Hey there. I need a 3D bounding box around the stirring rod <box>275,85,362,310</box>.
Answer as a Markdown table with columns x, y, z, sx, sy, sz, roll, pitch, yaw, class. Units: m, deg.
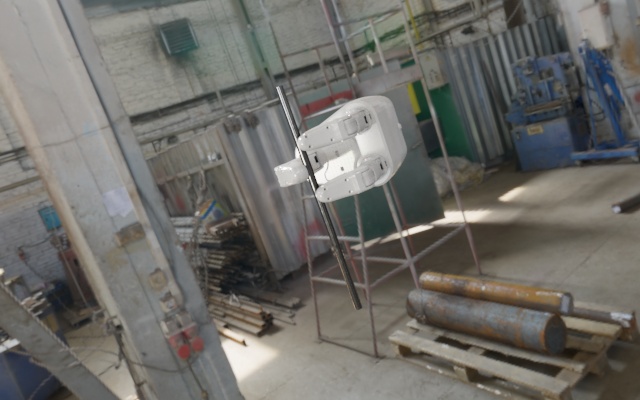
| x | y | z | sx | sy | sz | roll | pitch | yaw | class |
| --- | --- | --- | --- | --- | --- | --- | --- | --- | --- |
| 0.000 | 0.002 | 0.482 | 0.011 | 0.239 | 0.011 | -19 | 10 | 3 | stirring rod |
